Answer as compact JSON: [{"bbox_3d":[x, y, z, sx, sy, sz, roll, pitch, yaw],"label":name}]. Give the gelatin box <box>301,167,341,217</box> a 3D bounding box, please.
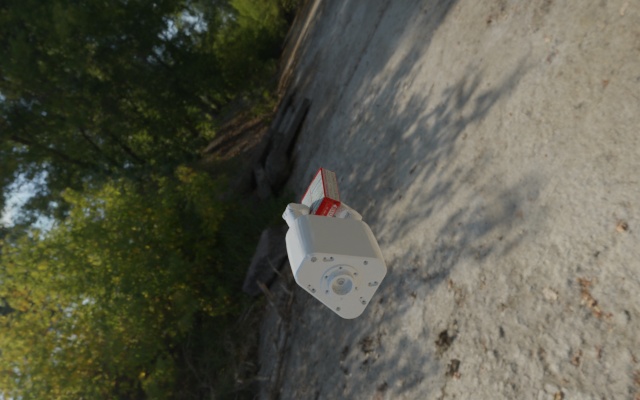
[{"bbox_3d":[0.000,0.002,0.750,0.030,0.073,0.089,19,31,-19],"label":"gelatin box"}]
